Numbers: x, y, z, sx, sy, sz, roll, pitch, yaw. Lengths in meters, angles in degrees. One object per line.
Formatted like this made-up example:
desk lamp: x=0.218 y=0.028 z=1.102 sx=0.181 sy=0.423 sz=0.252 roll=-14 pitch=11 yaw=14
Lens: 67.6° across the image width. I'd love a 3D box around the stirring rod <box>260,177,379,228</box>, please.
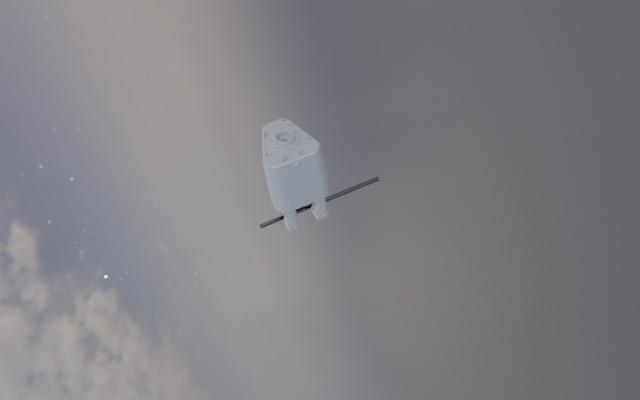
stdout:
stirring rod: x=0.000 y=0.003 z=0.887 sx=0.239 sy=0.011 sz=0.011 roll=-22 pitch=4 yaw=-10
